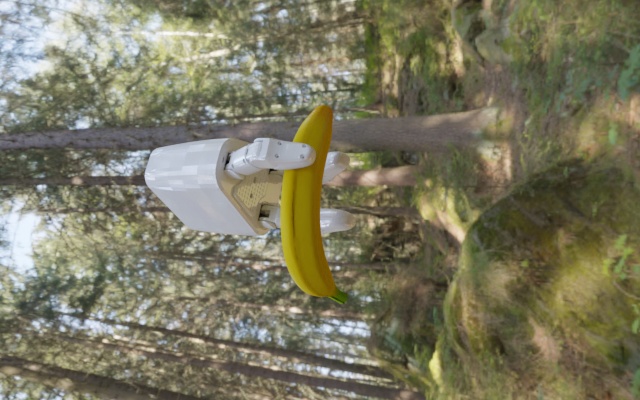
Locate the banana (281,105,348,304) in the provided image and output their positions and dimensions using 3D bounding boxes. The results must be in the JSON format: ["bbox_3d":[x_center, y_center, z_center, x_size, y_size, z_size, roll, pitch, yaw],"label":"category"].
[{"bbox_3d":[-0.010,0.006,0.454,0.037,0.198,0.069,-2,2,33],"label":"banana"}]
